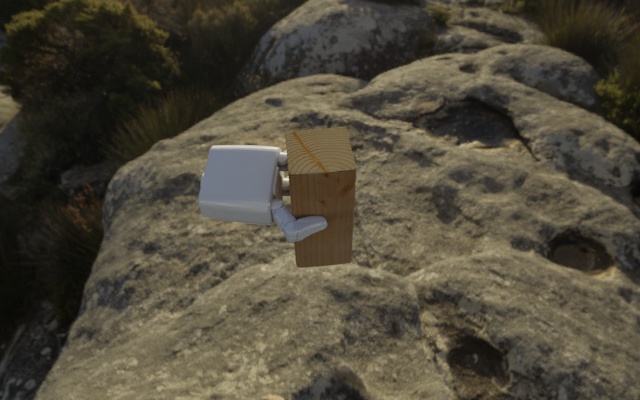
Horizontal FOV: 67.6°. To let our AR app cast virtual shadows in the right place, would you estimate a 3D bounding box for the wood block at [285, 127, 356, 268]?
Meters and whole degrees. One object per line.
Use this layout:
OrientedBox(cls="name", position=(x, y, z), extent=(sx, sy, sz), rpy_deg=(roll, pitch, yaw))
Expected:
OrientedBox(cls="wood block", position=(0.000, 0.003, 0.716), extent=(0.090, 0.090, 0.206), rpy_deg=(-5, -43, -3))
